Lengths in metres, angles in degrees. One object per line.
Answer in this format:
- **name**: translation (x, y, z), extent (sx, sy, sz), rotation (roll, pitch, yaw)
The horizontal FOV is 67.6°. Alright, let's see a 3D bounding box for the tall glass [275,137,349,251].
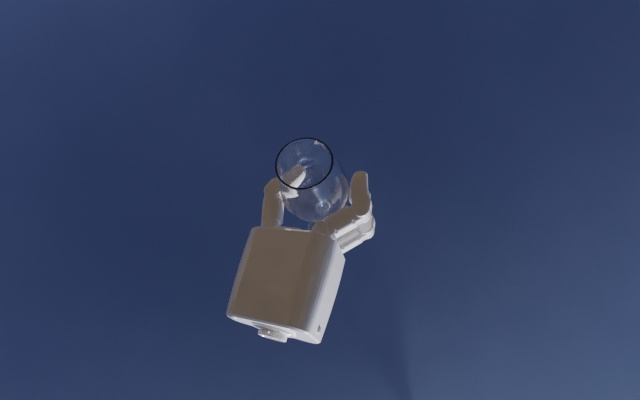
- **tall glass**: translation (0.000, 0.002, 0.581), extent (0.079, 0.079, 0.201), rotation (0, -25, 11)
